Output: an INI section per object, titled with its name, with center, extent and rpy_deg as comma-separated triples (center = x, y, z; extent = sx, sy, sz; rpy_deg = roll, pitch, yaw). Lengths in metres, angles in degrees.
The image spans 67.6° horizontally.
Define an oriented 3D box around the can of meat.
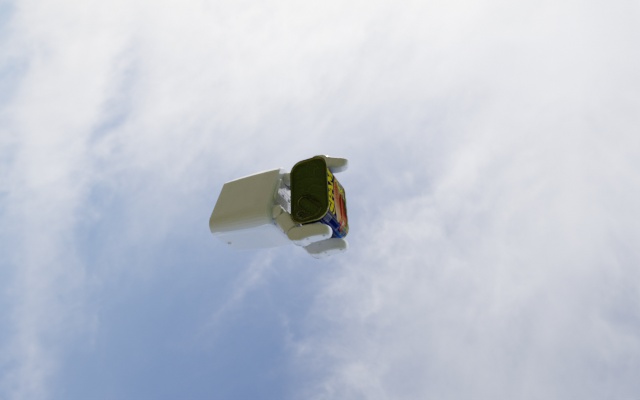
[can of meat]
center = 0.000, 0.002, 0.690
extent = 0.057, 0.102, 0.084
rpy_deg = -15, -33, 19
